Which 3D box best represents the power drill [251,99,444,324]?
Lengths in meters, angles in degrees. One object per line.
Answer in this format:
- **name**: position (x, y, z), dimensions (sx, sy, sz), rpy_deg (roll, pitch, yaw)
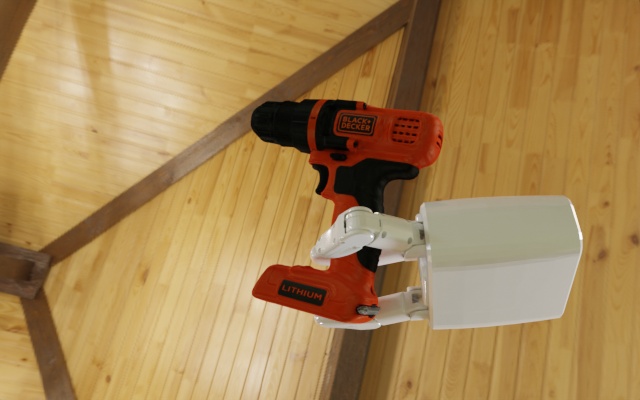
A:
- **power drill**: position (0.000, 0.002, 0.419), dimensions (0.184, 0.187, 0.057), rpy_deg (10, -6, 28)
